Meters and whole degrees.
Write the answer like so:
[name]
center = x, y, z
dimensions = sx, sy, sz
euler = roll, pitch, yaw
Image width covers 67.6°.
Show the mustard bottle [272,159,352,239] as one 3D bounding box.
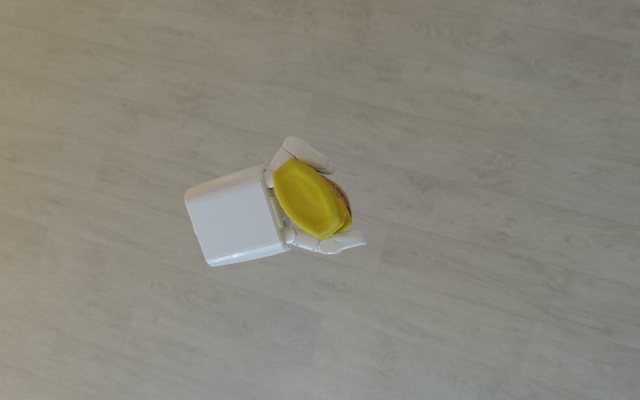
[mustard bottle]
center = 0.000, 0.002, 0.619
dimensions = 0.058, 0.096, 0.191
euler = -40, -9, 6
